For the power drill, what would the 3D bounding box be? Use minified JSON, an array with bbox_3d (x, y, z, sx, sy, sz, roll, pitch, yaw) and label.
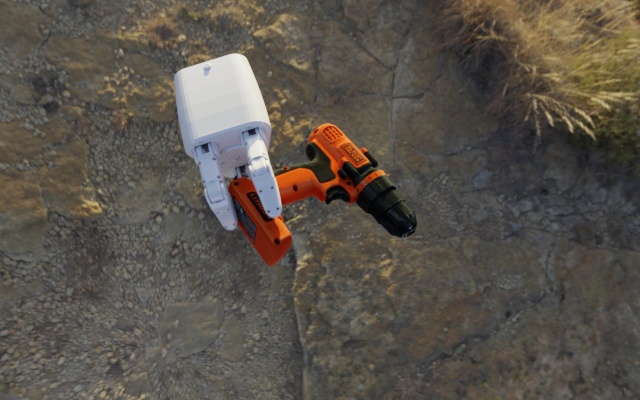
[{"bbox_3d":[0.000,0.002,0.568,0.187,0.184,0.057,-27,-28,-30],"label":"power drill"}]
